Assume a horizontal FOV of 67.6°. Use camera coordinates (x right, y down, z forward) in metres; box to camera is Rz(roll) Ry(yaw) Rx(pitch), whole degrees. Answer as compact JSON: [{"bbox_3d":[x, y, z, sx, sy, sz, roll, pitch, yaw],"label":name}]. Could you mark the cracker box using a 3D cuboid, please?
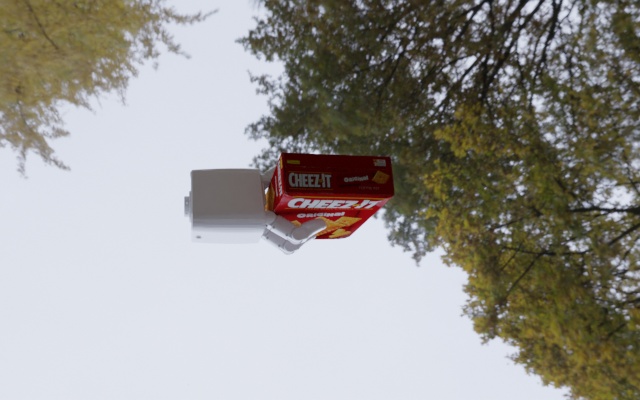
[{"bbox_3d":[0.000,0.002,0.757,0.164,0.072,0.214,0,-20,-16],"label":"cracker box"}]
